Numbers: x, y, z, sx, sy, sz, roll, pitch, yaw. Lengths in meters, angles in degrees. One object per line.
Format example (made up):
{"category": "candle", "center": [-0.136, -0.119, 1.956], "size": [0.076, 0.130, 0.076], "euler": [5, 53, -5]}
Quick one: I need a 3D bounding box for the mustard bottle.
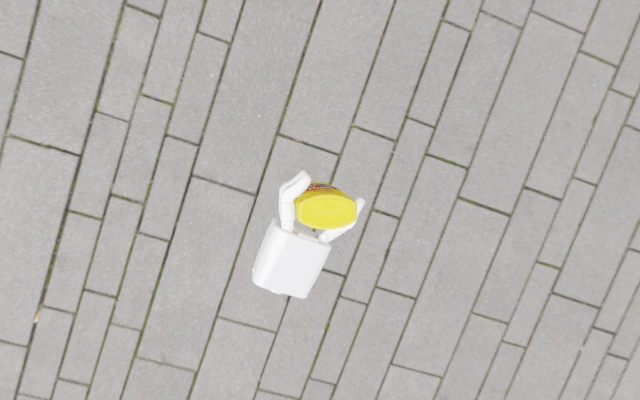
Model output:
{"category": "mustard bottle", "center": [0.000, 0.002, 0.834], "size": [0.096, 0.058, 0.191], "euler": [-2, 10, -7]}
